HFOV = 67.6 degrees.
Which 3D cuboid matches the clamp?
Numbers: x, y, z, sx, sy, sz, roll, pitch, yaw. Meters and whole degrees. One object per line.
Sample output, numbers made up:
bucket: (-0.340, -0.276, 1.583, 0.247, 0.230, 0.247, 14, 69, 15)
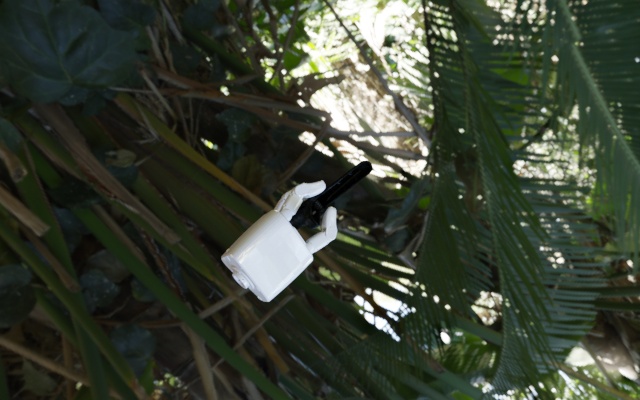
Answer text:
clamp: (0.000, 0.004, 0.846, 0.164, 0.036, 0.210, -43, 7, -24)
